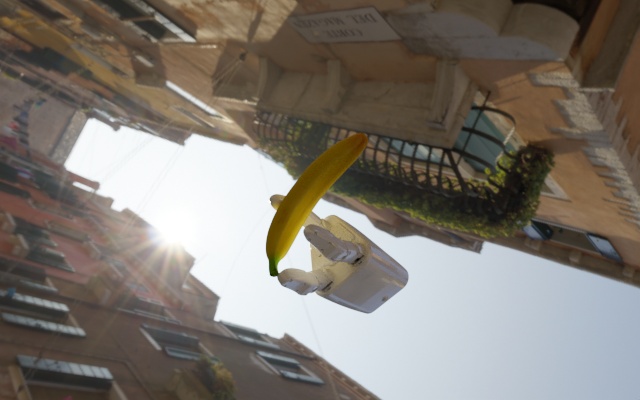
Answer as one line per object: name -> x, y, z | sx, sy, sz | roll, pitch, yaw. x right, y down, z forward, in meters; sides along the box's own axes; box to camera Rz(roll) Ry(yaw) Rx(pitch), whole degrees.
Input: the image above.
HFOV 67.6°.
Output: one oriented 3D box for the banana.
banana -> -0.013, -0.001, 0.578 | 0.037, 0.198, 0.069 | 36, -5, -41
